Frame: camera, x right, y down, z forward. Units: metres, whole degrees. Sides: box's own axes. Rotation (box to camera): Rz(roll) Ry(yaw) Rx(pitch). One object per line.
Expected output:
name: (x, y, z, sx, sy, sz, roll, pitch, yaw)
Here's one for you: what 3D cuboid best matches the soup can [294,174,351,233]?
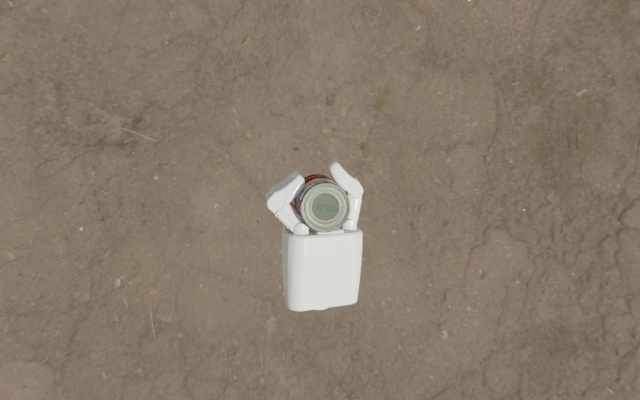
soup can: (0.000, 0.002, 0.660, 0.068, 0.068, 0.102, 0, 9, -7)
